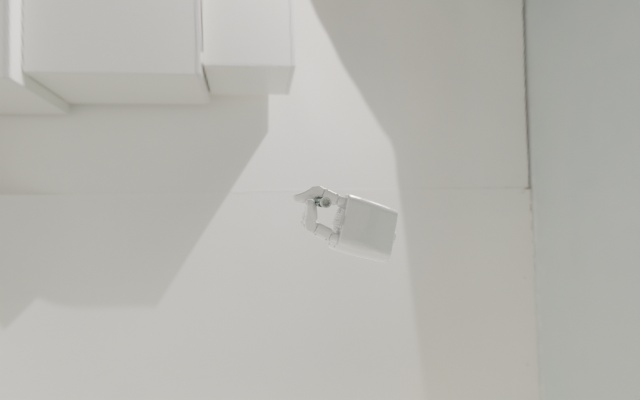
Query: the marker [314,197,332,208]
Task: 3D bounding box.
[{"bbox_3d":[0.000,0.003,0.873,0.020,0.020,0.121,0,1,-10],"label":"marker"}]
